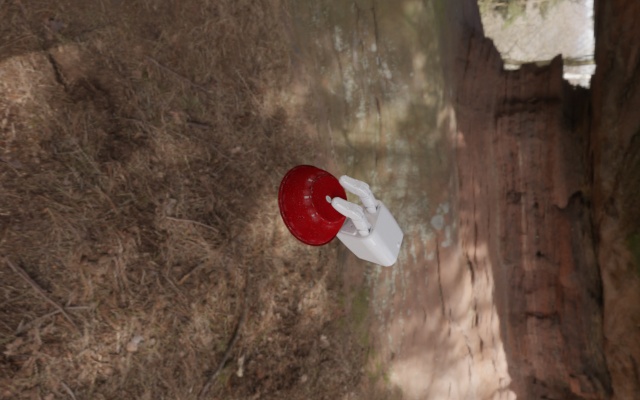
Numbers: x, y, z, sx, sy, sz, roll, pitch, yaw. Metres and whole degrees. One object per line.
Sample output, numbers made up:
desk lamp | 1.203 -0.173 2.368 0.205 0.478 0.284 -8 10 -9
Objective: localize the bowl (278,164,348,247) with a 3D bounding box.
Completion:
bowl | -0.001 0.002 0.898 0.162 0.162 0.055 0 -13 -41
